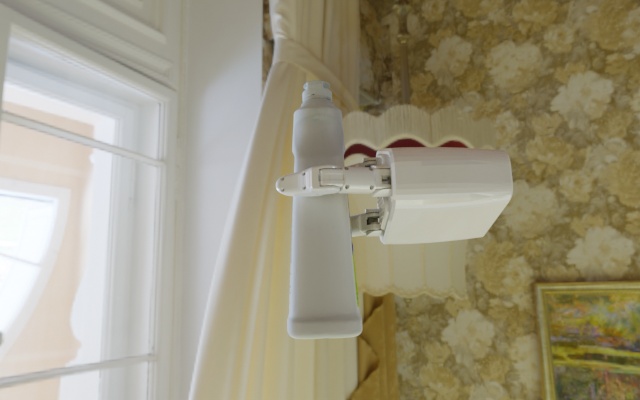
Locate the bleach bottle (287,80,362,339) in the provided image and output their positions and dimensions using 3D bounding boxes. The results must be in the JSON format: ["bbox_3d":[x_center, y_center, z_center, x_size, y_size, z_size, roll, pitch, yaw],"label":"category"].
[{"bbox_3d":[0.000,0.002,0.469,0.068,0.250,0.102,-2,-10,-1],"label":"bleach bottle"}]
